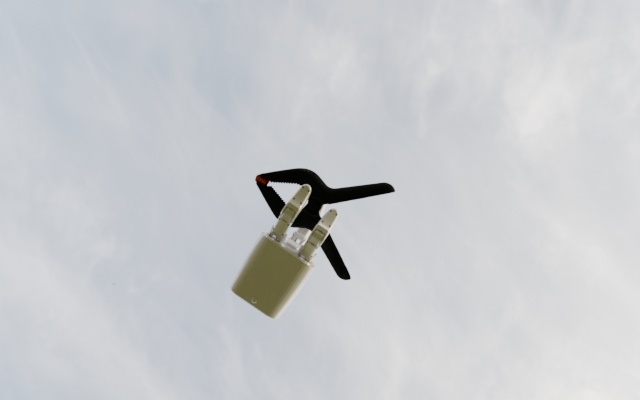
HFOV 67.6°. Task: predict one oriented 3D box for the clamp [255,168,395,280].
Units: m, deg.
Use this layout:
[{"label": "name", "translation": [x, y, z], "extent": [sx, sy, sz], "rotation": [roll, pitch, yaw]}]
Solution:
[{"label": "clamp", "translation": [0.000, 0.002, 0.745], "extent": [0.210, 0.164, 0.036], "rotation": [33, 3, 3]}]
